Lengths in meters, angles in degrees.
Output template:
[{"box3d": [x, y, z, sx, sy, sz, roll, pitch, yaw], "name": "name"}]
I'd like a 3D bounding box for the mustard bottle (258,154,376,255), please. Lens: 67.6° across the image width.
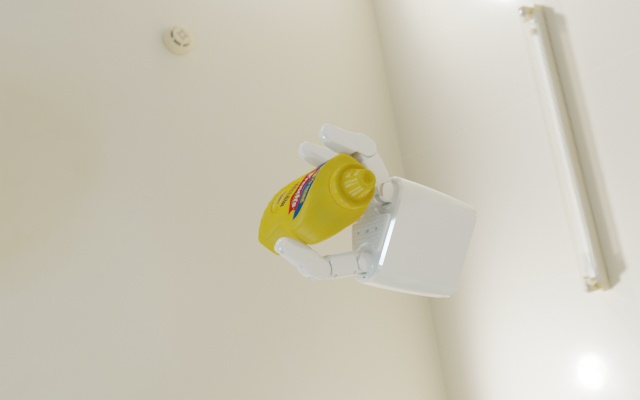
[{"box3d": [0.000, 0.001, 0.486, 0.058, 0.096, 0.192, 39, -25, -13], "name": "mustard bottle"}]
